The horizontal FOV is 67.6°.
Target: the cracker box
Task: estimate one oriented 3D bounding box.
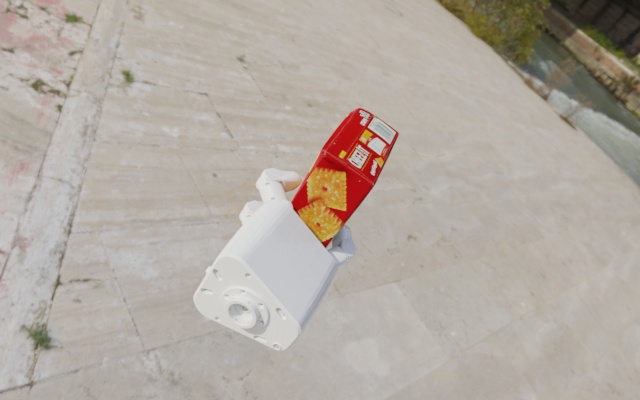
[{"bbox_3d":[0.000,0.002,0.603,0.072,0.214,0.164,35,33,-2],"label":"cracker box"}]
